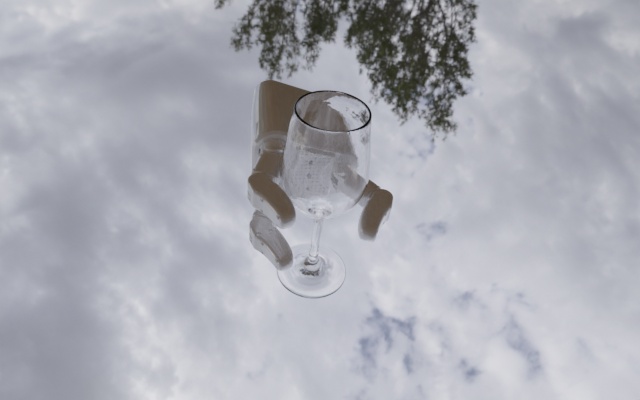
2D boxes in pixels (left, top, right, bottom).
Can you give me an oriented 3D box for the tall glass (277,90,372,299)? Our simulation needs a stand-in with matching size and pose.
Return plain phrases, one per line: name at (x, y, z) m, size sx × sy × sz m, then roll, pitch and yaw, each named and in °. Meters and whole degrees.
tall glass at (0.000, 0.002, 0.442) m, size 0.079 × 0.201 × 0.079 m, roll 4°, pitch 43°, yaw -4°
